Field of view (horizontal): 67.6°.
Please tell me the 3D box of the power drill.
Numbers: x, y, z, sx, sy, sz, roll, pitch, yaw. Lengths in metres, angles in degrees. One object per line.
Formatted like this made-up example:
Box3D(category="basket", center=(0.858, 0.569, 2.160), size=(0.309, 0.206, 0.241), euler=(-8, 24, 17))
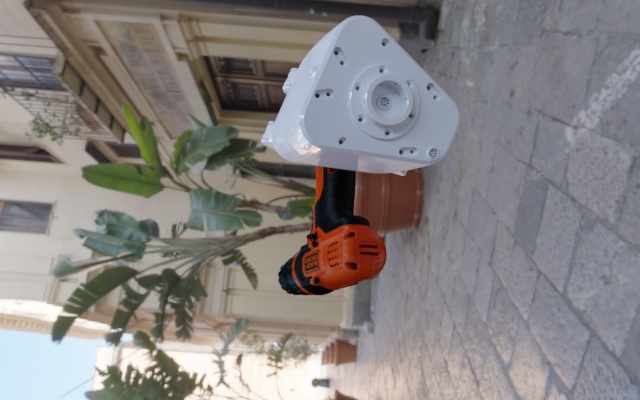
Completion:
Box3D(category="power drill", center=(0.000, 0.001, 0.491), size=(0.057, 0.187, 0.184), euler=(4, -17, -27))
